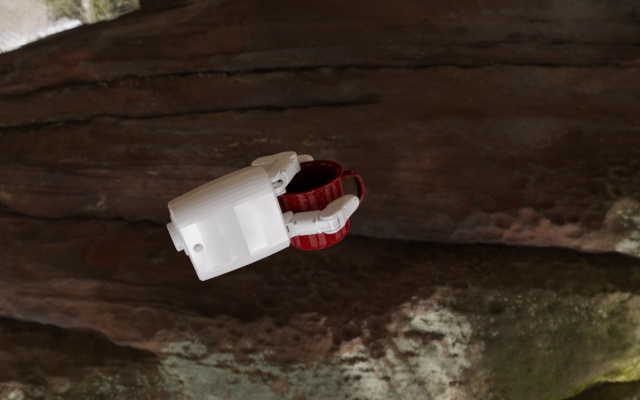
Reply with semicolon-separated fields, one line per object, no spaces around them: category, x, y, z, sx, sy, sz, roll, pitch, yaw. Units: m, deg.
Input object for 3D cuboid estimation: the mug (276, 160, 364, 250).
mug;0.001;0.002;0.588;0.117;0.081;0.093;-22;27;-15
